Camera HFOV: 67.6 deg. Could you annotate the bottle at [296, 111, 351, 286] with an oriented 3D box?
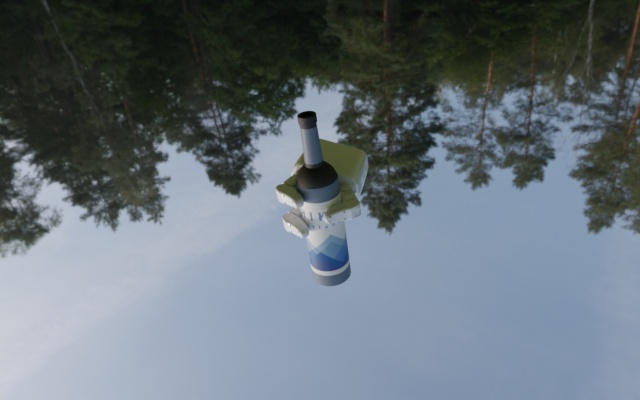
[{"bbox_3d":[0.000,0.003,0.749,0.069,0.296,0.069,-7,32,4],"label":"bottle"}]
